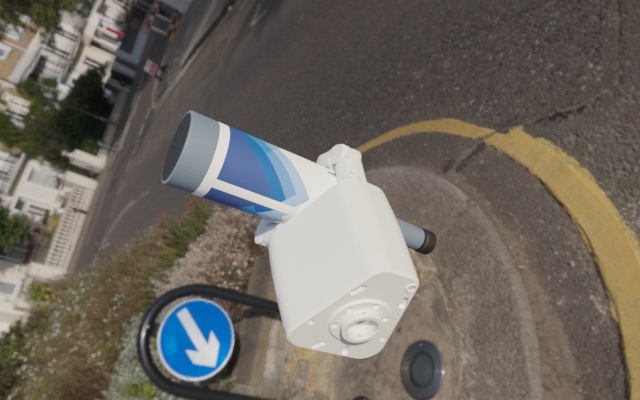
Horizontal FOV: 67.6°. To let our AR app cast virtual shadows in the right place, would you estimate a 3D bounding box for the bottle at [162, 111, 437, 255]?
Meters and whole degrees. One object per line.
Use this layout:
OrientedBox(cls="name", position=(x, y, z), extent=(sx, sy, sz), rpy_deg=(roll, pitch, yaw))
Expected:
OrientedBox(cls="bottle", position=(0.000, 0.001, 0.470), extent=(0.296, 0.069, 0.069), rpy_deg=(21, -10, -28))
